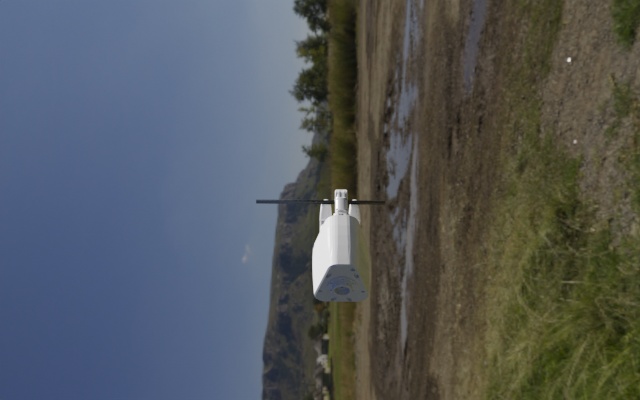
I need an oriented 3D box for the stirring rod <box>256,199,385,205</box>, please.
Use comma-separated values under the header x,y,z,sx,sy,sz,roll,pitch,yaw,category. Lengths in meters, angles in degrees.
x,y,z,sx,sy,sz,roll,pitch,yaw,category
0.000,0.003,0.893,0.239,0.011,0.011,1,0,1,stirring rod
